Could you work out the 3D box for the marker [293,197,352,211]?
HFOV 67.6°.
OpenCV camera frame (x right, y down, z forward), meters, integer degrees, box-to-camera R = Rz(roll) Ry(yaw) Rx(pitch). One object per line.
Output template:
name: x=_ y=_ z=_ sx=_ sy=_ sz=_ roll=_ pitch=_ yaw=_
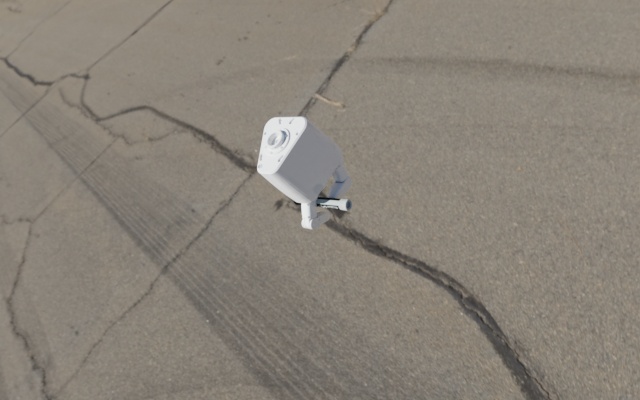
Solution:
marker: x=0.000 y=0.003 z=0.827 sx=0.121 sy=0.020 sz=0.020 roll=6 pitch=4 yaw=39
